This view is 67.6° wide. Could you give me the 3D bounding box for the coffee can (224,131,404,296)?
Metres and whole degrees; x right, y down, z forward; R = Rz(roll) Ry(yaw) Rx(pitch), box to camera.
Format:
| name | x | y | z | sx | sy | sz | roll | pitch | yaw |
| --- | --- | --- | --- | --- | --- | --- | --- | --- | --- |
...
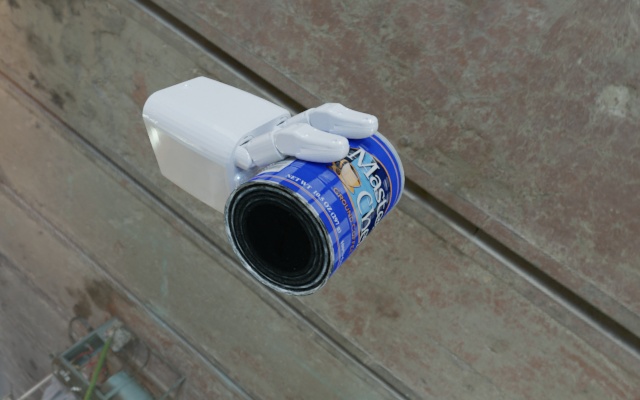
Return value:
| name | x | y | z | sx | sy | sz | roll | pitch | yaw |
| --- | --- | --- | --- | --- | --- | --- | --- | --- | --- |
| coffee can | 0.000 | 0.001 | 0.421 | 0.103 | 0.103 | 0.140 | 0 | 26 | 34 |
